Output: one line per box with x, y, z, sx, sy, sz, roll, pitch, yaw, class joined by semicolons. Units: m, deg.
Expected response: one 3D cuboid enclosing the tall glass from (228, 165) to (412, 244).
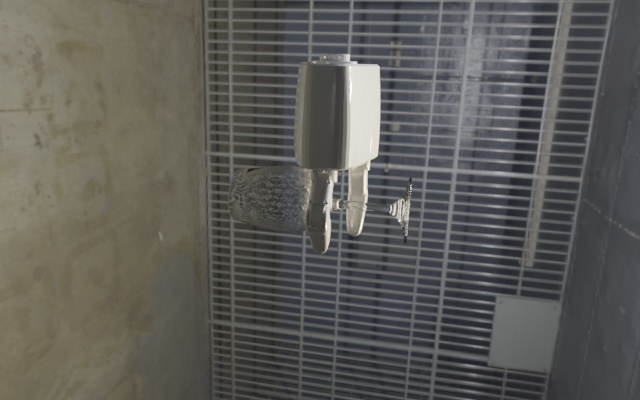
0.001;0.002;0.545;0.201;0.079;0.079;5;1;11;tall glass
